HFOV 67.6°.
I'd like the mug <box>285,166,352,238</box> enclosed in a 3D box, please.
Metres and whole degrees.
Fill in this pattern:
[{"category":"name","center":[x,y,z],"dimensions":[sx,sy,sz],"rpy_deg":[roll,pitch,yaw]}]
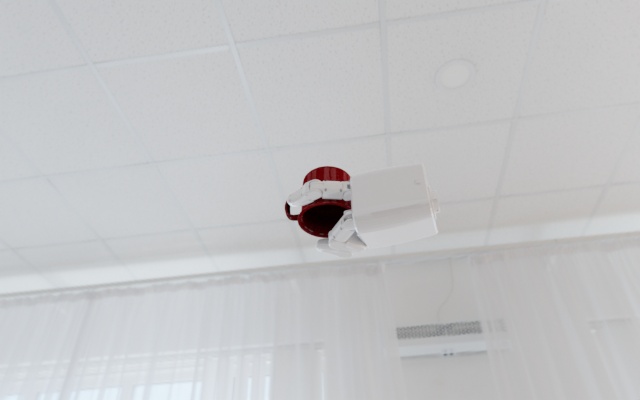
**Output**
[{"category":"mug","center":[-0.001,0.003,0.757],"dimensions":[0.117,0.081,0.093],"rpy_deg":[-10,-40,13]}]
